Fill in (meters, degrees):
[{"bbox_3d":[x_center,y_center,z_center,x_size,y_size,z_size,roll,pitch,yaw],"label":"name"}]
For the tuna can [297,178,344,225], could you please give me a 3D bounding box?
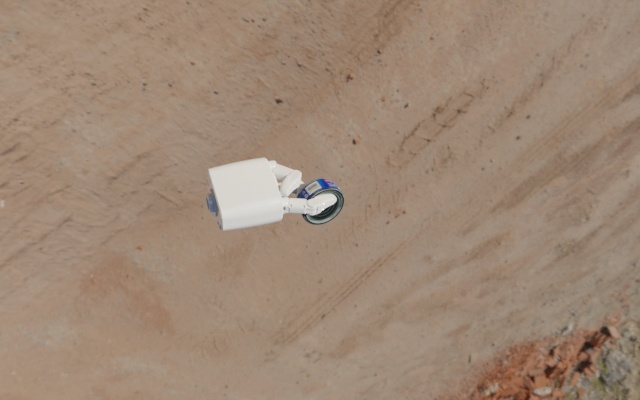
[{"bbox_3d":[0.000,0.003,0.872,0.086,0.086,0.033,0,36,-32],"label":"tuna can"}]
